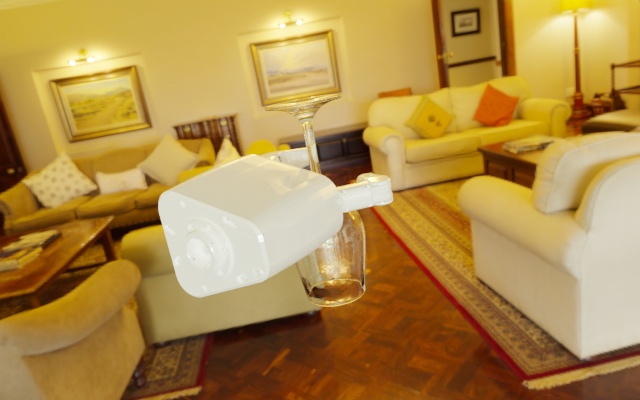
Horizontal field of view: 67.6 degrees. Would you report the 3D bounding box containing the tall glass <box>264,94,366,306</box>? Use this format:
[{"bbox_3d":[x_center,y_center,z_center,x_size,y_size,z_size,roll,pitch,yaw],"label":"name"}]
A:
[{"bbox_3d":[0.000,0.001,0.474,0.079,0.201,0.079,-9,16,3],"label":"tall glass"}]
